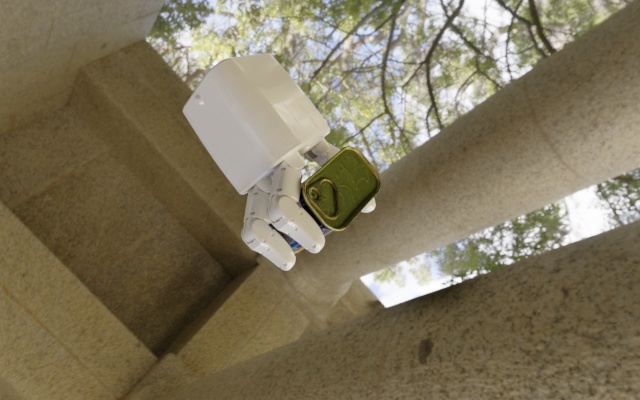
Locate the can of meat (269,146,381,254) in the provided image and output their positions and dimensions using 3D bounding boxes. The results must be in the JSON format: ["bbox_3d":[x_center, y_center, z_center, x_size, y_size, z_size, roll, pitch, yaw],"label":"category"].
[{"bbox_3d":[0.000,0.002,0.487,0.084,0.057,0.102,-34,8,46],"label":"can of meat"}]
